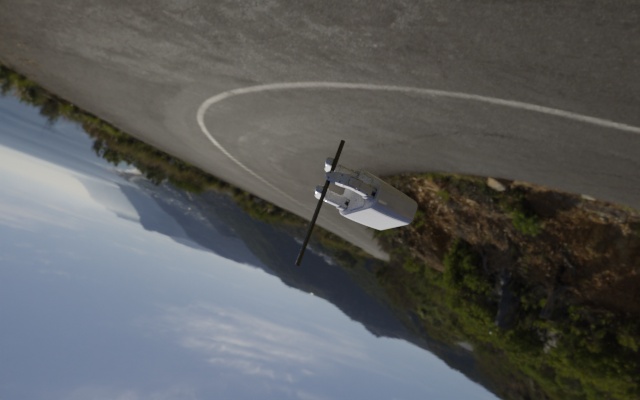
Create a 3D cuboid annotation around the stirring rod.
[{"bbox_3d":[0.000,0.003,0.858,0.011,0.239,0.011,20,-7,3],"label":"stirring rod"}]
